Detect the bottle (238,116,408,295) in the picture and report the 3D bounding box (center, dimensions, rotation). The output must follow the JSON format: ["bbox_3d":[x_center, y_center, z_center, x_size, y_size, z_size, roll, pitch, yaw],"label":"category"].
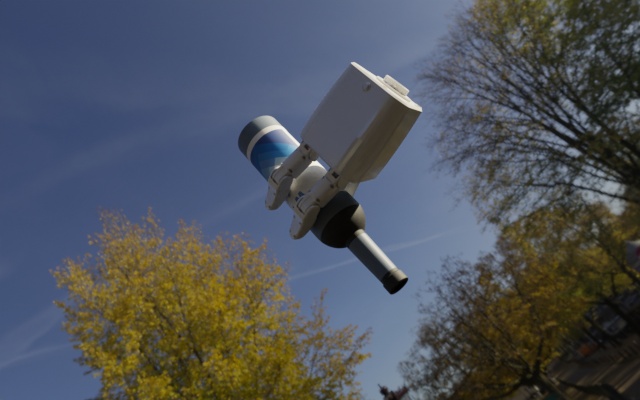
[{"bbox_3d":[0.000,0.002,0.602,0.069,0.069,0.295,0,40,-51],"label":"bottle"}]
